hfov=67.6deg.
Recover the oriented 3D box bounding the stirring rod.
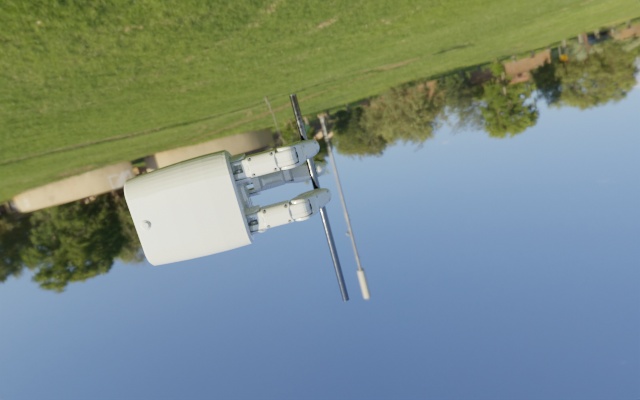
[{"bbox_3d":[0.000,0.002,0.531,0.011,0.239,0.011,-14,12,3],"label":"stirring rod"}]
